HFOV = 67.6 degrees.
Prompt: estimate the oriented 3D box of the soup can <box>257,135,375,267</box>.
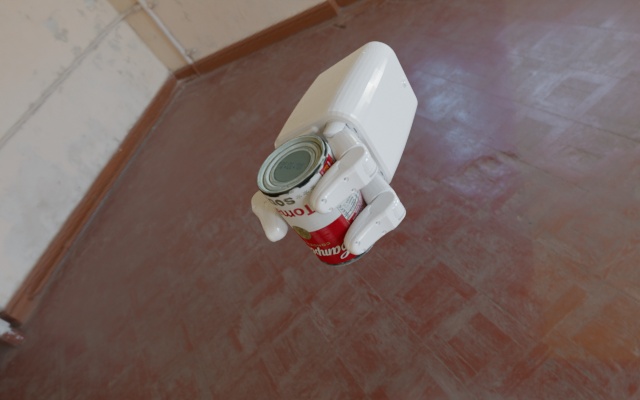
[{"bbox_3d":[0.000,0.002,0.416,0.068,0.068,0.102,0,-39,39],"label":"soup can"}]
